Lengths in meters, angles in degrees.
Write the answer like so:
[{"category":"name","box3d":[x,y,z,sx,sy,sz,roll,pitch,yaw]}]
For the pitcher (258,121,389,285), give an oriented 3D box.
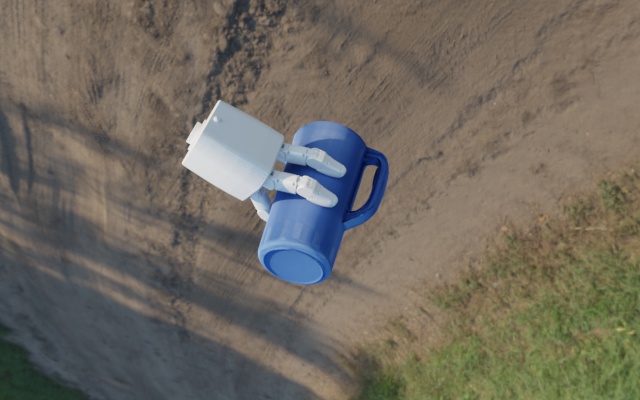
[{"category":"pitcher","box3d":[0.000,0.002,0.734,0.145,0.242,0.149,32,-41,-18]}]
